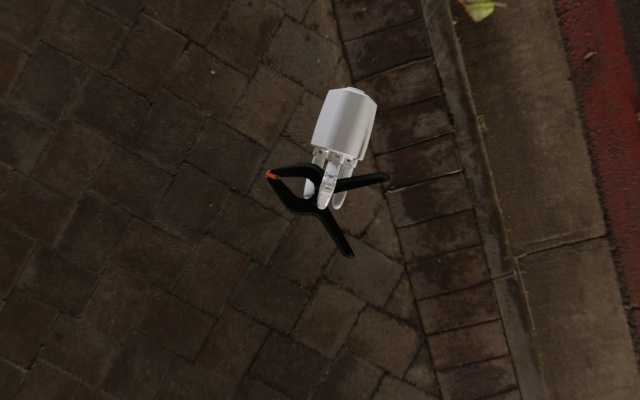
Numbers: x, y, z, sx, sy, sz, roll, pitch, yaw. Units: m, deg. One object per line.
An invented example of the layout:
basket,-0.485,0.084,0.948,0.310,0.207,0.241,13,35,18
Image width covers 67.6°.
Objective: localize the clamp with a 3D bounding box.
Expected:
clamp,0.000,0.002,0.841,0.210,0.164,0.036,17,7,0
